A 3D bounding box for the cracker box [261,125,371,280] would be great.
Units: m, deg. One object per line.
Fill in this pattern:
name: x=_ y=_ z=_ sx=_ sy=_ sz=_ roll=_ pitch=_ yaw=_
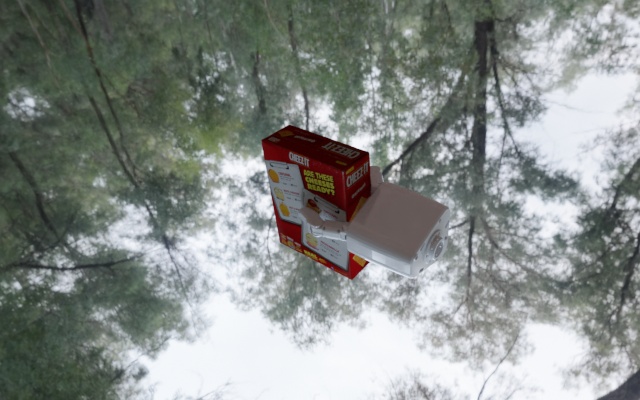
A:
cracker box: x=0.000 y=0.003 z=0.763 sx=0.164 sy=0.214 sz=0.072 roll=24 pitch=46 yaw=34
